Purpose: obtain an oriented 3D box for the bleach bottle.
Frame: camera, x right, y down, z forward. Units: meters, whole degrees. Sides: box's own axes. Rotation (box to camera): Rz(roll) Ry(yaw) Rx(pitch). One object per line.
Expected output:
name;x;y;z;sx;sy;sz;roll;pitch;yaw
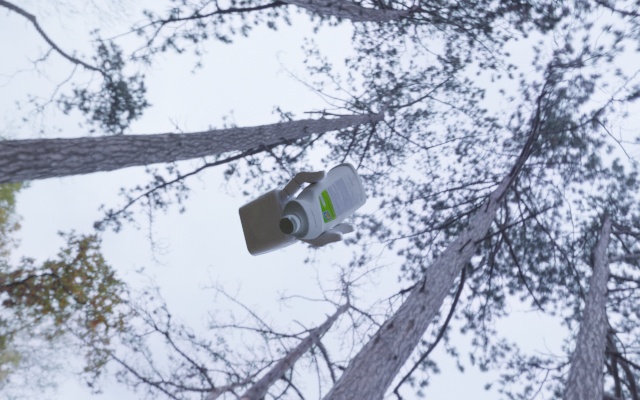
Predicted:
bleach bottle;0.000;0.003;0.876;0.068;0.102;0.250;-22;3;32
